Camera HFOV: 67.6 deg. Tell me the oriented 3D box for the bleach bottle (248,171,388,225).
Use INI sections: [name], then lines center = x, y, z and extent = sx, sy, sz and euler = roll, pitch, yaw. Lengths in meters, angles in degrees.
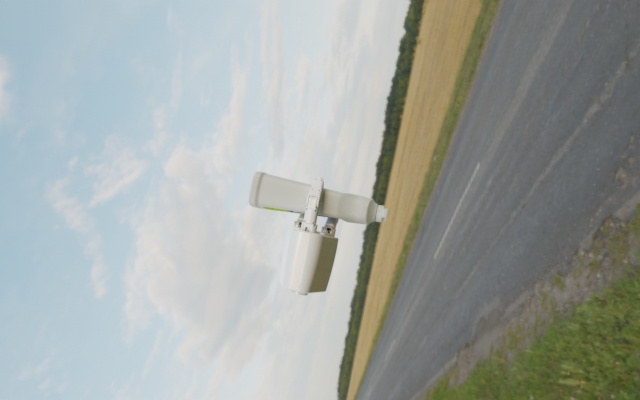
[bleach bottle]
center = 0.000, 0.003, 0.891
extent = 0.251, 0.068, 0.102
euler = 11, -2, 8
